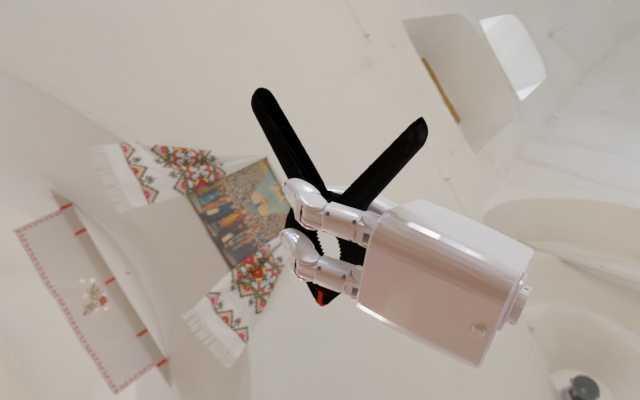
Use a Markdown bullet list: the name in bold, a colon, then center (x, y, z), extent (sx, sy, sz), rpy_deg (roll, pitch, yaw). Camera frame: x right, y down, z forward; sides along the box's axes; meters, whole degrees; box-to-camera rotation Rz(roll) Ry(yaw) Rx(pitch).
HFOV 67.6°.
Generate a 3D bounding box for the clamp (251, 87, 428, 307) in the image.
- **clamp**: center (0.001, 0.002, 0.438), extent (0.164, 0.210, 0.036), rpy_deg (24, 34, 26)
